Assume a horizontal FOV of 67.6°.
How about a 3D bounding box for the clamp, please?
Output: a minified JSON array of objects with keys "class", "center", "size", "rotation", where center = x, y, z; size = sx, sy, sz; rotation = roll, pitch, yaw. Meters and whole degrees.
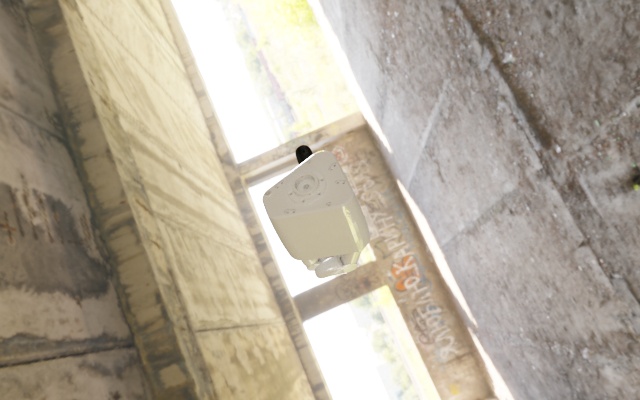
[{"class":"clamp","center":[0.000,0.003,0.708],"size":[0.039,0.171,0.120],"rotation":[-25,-37,0]}]
